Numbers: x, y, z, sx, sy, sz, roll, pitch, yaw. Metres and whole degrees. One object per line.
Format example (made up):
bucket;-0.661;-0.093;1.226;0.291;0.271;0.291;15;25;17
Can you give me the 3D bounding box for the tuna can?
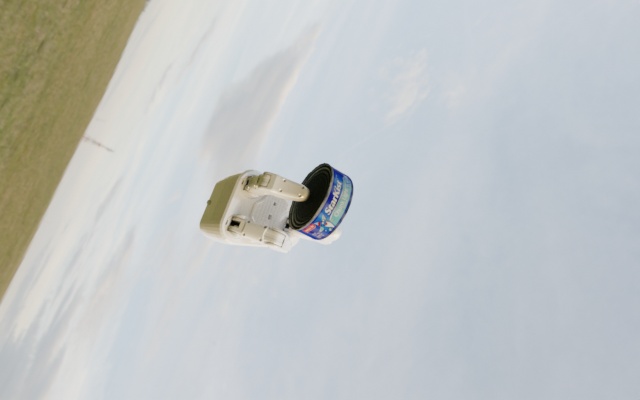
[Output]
tuna can;0.001;0.002;0.552;0.034;0.086;0.086;29;-12;-24
